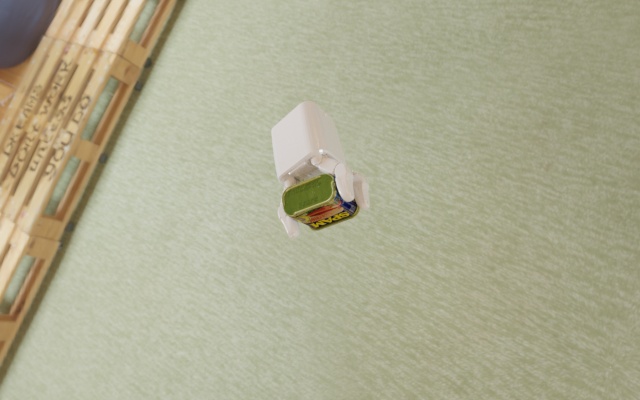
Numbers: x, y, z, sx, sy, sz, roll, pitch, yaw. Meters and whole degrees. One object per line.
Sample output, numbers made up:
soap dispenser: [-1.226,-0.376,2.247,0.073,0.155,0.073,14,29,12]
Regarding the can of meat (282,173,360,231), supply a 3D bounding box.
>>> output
can of meat: [0.000,0.003,0.774,0.102,0.057,0.084,-21,-27,24]
